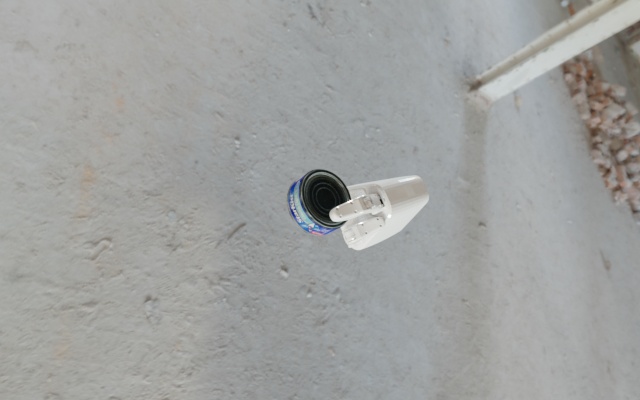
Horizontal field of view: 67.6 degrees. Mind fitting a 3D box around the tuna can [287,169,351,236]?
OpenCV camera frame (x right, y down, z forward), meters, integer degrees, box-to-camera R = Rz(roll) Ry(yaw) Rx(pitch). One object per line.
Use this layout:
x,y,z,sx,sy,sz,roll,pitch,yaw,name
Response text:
0.000,0.002,0.636,0.086,0.086,0.034,0,-19,-37,tuna can
